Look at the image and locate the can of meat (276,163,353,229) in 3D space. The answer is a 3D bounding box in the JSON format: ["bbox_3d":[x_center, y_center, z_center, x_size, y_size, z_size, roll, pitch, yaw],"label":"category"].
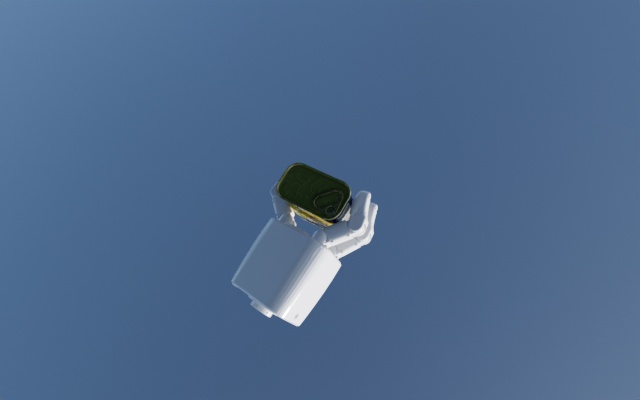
[{"bbox_3d":[0.000,0.002,0.664,0.102,0.057,0.084,25,-14,24],"label":"can of meat"}]
